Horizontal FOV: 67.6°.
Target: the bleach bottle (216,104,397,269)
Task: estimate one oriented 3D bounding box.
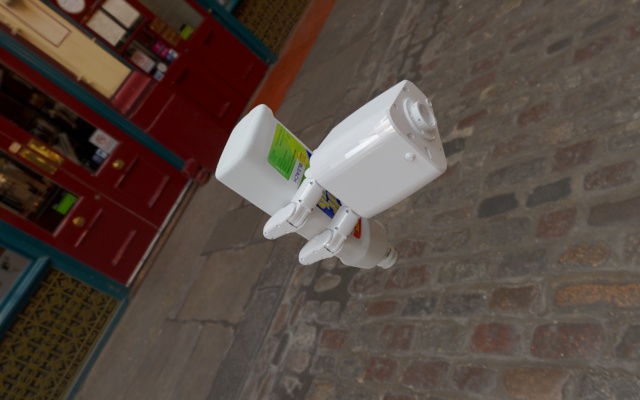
[{"bbox_3d":[0.000,0.002,0.573,0.251,0.102,0.068,37,-48,-25],"label":"bleach bottle"}]
